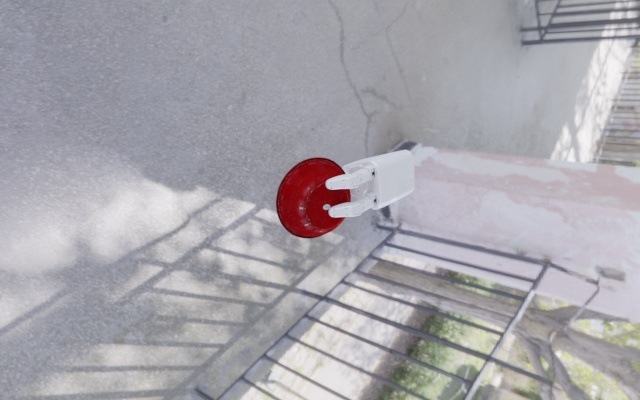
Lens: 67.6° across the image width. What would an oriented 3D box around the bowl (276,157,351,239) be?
[{"bbox_3d":[-0.001,0.004,0.894,0.162,0.162,0.055,0,15,-30],"label":"bowl"}]
